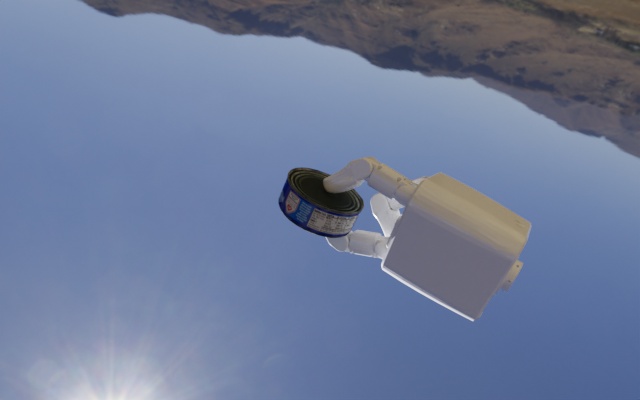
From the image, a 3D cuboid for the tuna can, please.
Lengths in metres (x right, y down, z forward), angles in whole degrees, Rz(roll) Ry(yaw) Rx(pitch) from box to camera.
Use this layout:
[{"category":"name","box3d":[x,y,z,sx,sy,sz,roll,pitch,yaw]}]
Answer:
[{"category":"tuna can","box3d":[0.000,0.002,0.500,0.086,0.034,0.086,20,25,-10]}]
